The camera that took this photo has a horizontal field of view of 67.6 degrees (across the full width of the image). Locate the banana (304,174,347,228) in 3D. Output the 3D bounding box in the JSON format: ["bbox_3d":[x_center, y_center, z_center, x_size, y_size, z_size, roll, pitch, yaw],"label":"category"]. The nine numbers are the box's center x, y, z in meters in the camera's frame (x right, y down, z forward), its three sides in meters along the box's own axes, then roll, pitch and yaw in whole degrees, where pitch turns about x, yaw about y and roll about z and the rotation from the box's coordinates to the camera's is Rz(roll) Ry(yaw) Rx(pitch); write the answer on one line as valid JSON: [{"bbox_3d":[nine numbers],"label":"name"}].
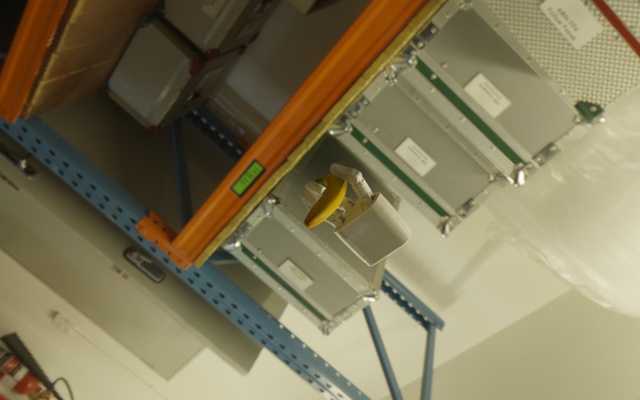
[{"bbox_3d":[0.015,-0.008,0.886,0.069,0.037,0.197,-33,16,20],"label":"banana"}]
